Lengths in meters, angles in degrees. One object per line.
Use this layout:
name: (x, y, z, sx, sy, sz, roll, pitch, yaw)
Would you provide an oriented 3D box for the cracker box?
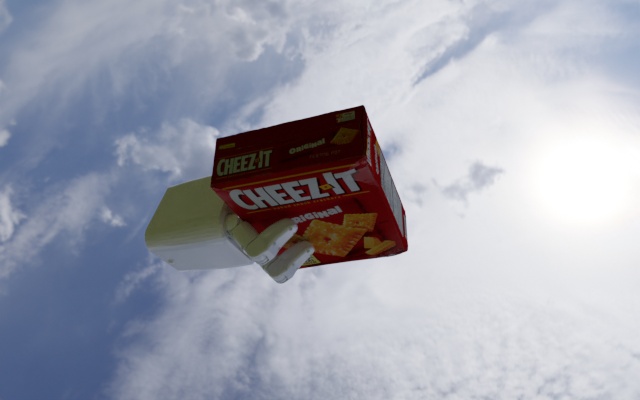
cracker box: (0.000, 0.002, 0.547, 0.164, 0.072, 0.214, -10, -33, 16)
